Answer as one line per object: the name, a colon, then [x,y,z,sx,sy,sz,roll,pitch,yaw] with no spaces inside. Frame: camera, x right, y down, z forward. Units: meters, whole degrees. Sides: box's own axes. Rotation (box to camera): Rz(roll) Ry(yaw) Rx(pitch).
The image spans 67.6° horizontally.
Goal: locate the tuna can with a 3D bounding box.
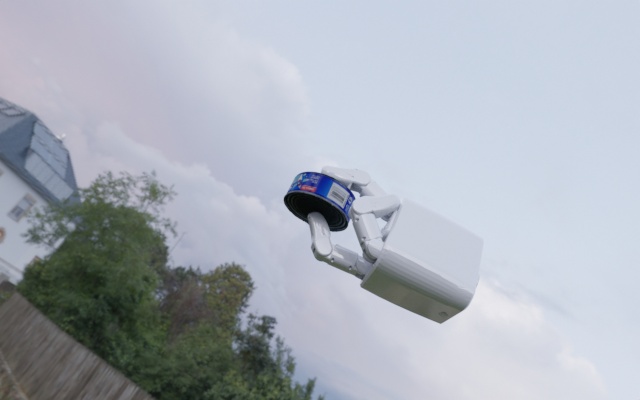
tuna can: [0.000,0.001,0.588,0.086,0.033,0.086,20,-26,10]
